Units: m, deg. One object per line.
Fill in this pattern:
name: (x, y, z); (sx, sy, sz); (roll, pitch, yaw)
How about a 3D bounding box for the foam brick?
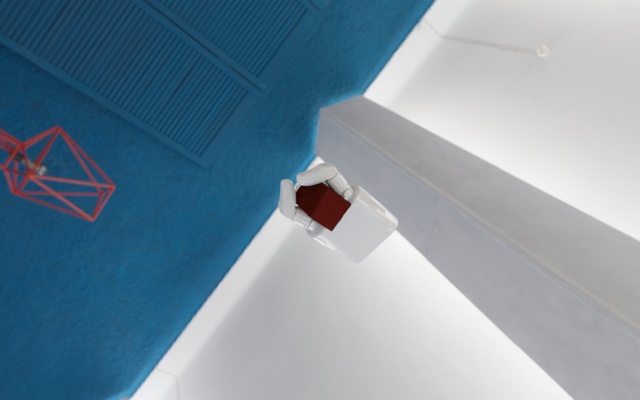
foam brick: (0.000, 0.003, 0.726); (0.051, 0.053, 0.078); (36, 2, -30)
